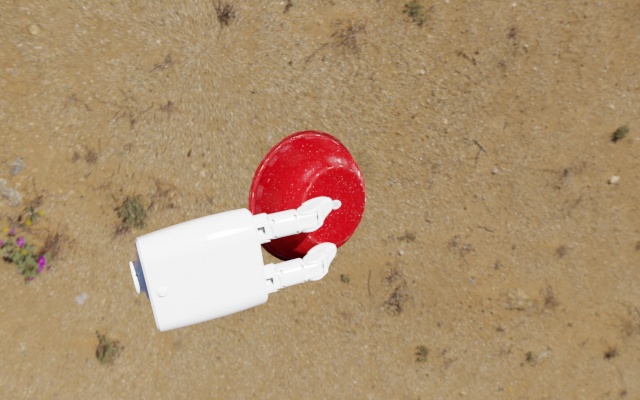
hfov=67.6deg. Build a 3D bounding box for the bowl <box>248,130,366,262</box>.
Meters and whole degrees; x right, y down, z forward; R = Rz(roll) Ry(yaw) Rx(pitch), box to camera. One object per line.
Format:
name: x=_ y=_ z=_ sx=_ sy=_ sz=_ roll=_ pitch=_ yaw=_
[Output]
bowl: x=0.001 y=0.001 z=0.553 sx=0.162 sy=0.162 sz=0.055 roll=0 pitch=11 yaw=-38
